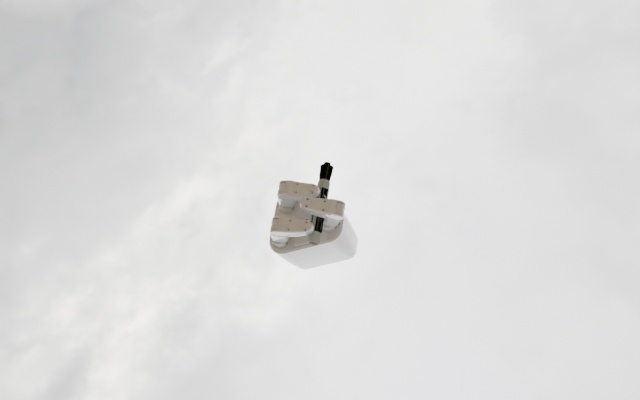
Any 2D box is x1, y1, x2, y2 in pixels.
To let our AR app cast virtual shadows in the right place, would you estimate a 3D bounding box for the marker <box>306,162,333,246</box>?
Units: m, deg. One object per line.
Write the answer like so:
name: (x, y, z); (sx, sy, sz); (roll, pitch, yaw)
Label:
marker: (0.000, 0.002, 0.659); (0.020, 0.121, 0.020); (9, -21, 3)
